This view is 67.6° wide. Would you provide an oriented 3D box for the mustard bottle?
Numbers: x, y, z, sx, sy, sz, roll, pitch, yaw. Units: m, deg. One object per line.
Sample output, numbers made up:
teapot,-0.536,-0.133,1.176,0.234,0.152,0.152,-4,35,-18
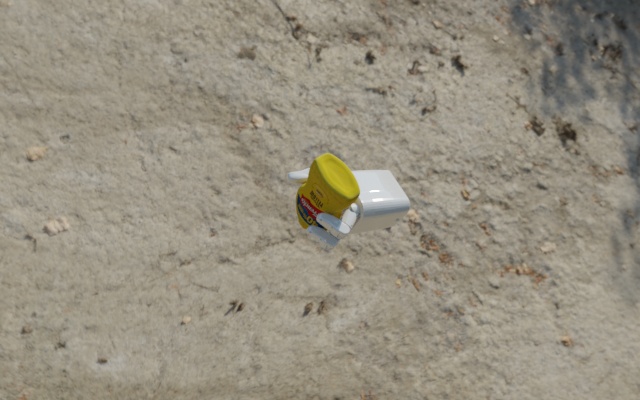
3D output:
mustard bottle,0.000,0.003,0.869,0.058,0.096,0.192,-33,-13,-32
